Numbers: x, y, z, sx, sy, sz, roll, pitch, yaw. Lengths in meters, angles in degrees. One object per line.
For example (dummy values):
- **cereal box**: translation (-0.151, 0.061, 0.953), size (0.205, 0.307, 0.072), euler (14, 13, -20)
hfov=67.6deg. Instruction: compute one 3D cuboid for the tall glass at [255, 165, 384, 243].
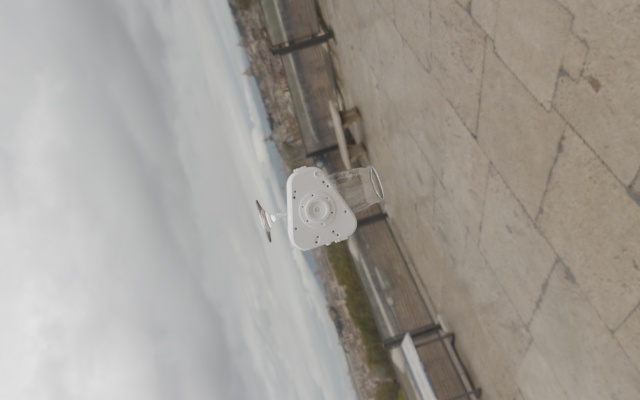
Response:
- **tall glass**: translation (-0.001, 0.003, 0.786), size (0.201, 0.079, 0.079), euler (-19, 1, -3)
